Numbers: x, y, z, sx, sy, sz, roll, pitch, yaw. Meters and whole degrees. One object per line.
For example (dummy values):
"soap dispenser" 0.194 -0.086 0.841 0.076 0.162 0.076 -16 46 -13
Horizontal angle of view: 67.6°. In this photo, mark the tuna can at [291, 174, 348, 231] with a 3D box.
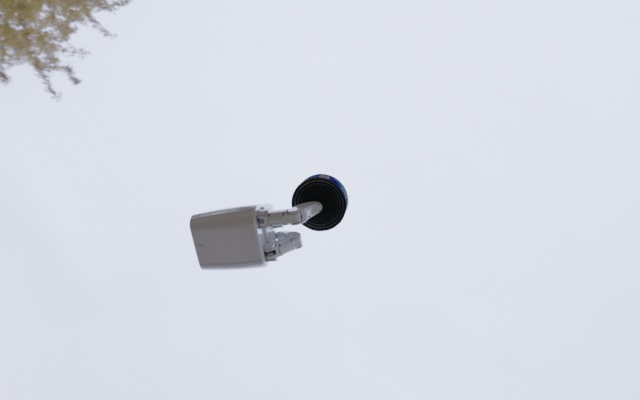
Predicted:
"tuna can" 0.000 0.002 0.743 0.086 0.086 0.033 0 16 11
